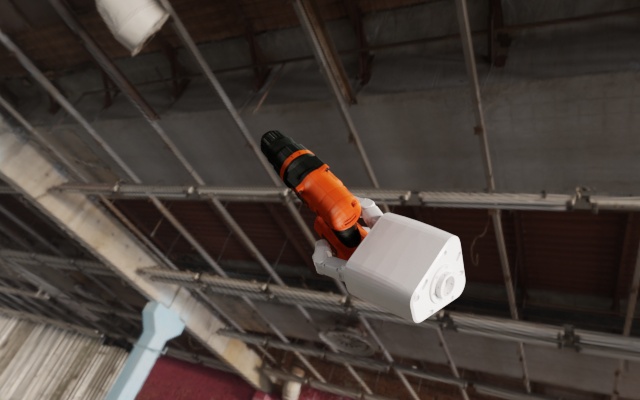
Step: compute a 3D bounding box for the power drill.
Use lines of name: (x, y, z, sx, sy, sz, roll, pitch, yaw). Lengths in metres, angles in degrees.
power drill: (0.000, 0.002, 0.651, 0.184, 0.057, 0.188, 48, -5, 35)
